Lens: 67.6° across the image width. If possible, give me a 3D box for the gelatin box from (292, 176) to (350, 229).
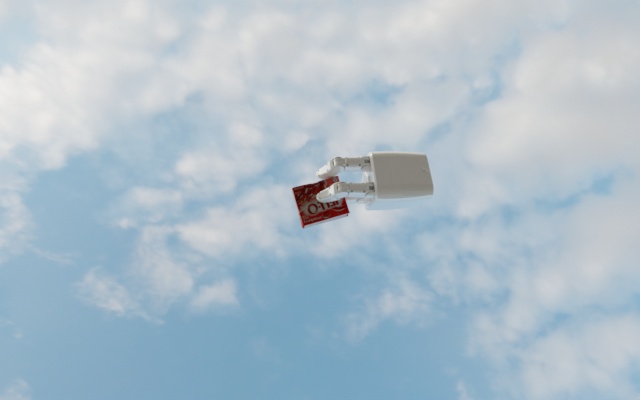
[{"bbox_3d":[0.000,0.003,0.857,0.089,0.073,0.030,-15,-13,-8],"label":"gelatin box"}]
